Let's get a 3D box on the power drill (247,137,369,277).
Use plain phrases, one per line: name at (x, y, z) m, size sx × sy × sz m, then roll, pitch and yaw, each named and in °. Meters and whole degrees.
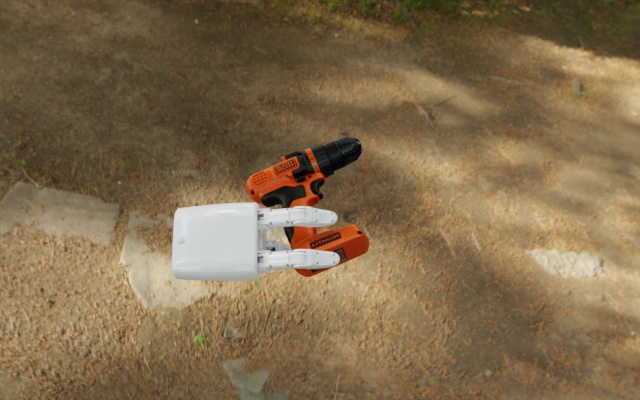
power drill at (0.000, 0.003, 0.682) m, size 0.184 × 0.187 × 0.057 m, roll -24°, pitch -37°, yaw 0°
